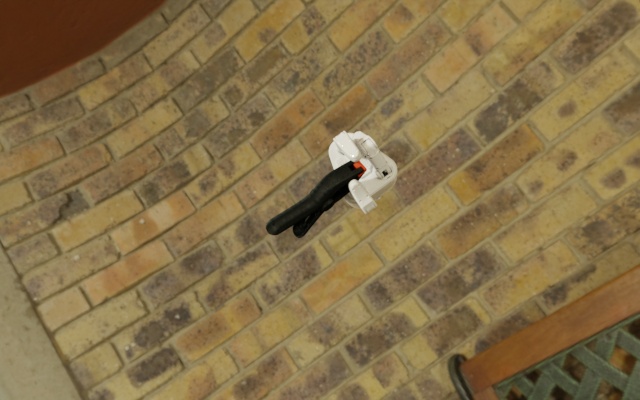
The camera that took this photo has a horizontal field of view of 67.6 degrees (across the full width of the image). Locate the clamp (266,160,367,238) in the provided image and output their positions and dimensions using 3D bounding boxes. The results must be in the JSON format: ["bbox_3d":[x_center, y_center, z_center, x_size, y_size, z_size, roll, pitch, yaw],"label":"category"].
[{"bbox_3d":[0.000,0.002,0.738,0.171,0.039,0.120,-37,-11,2],"label":"clamp"}]
